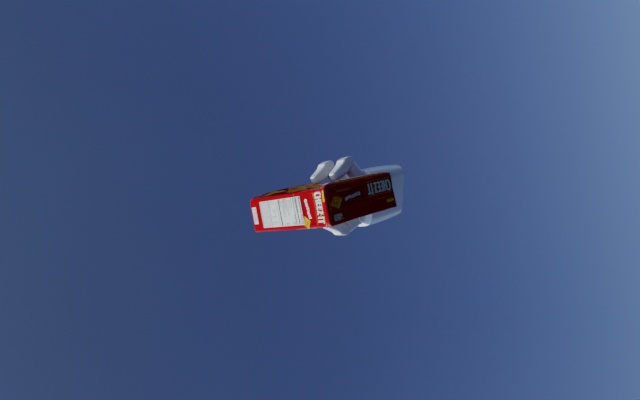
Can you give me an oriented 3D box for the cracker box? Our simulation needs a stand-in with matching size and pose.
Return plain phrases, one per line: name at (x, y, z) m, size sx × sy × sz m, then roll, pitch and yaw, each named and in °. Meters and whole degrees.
cracker box at (0.000, 0.003, 0.859) m, size 0.164 × 0.072 × 0.214 m, roll -15°, pitch 4°, yaw -41°
